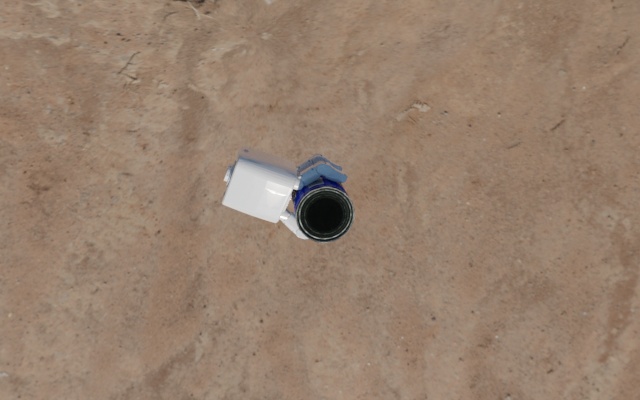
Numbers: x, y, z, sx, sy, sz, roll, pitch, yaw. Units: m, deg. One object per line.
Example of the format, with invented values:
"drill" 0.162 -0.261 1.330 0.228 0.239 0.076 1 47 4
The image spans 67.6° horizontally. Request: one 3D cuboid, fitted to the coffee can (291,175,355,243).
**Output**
"coffee can" 0.000 0.003 0.877 0.103 0.103 0.140 0 19 -7
